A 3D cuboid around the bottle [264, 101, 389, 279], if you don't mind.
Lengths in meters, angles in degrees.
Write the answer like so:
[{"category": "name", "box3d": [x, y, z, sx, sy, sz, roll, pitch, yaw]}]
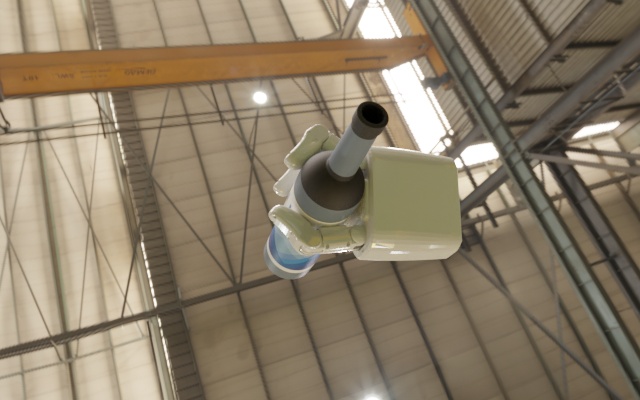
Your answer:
[{"category": "bottle", "box3d": [0.000, 0.002, 0.498, 0.069, 0.069, 0.296, 0, -28, -19]}]
